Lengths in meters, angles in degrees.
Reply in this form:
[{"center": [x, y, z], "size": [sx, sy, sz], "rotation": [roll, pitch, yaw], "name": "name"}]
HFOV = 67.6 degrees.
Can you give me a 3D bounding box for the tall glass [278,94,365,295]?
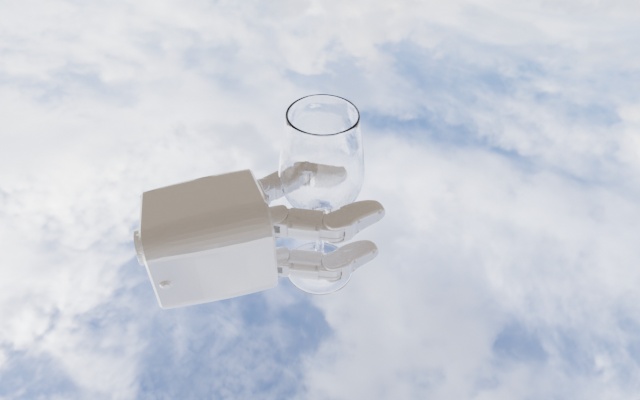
[{"center": [0.000, 0.002, 0.459], "size": [0.079, 0.201, 0.079], "rotation": [1, 43, -1], "name": "tall glass"}]
